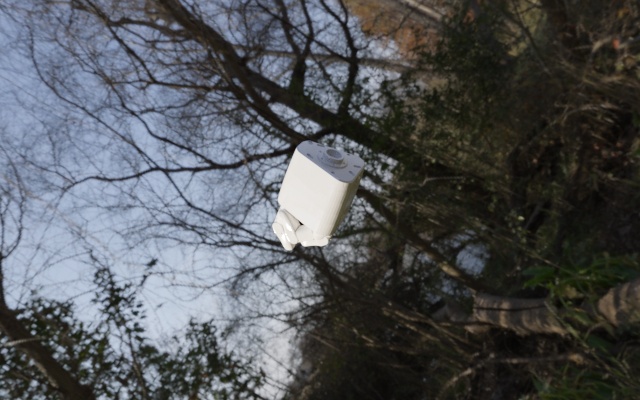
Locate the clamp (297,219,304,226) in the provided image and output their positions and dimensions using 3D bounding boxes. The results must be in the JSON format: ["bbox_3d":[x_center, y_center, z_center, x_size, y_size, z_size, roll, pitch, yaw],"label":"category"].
[{"bbox_3d":[-0.001,0.003,0.856,0.039,0.120,0.171,27,34,9],"label":"clamp"}]
